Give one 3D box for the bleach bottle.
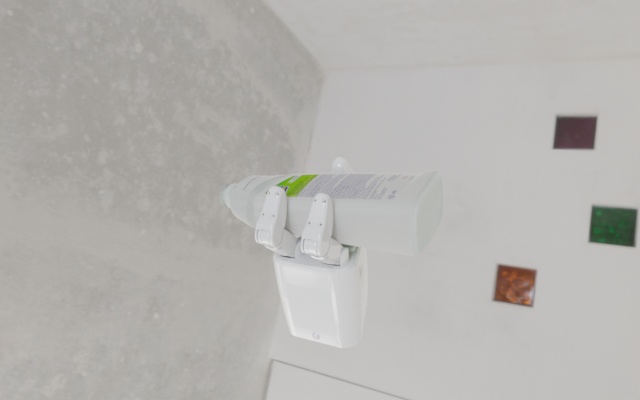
[{"bbox_3d":[0.000,0.002,0.532,0.251,0.068,0.102,6,27,28],"label":"bleach bottle"}]
